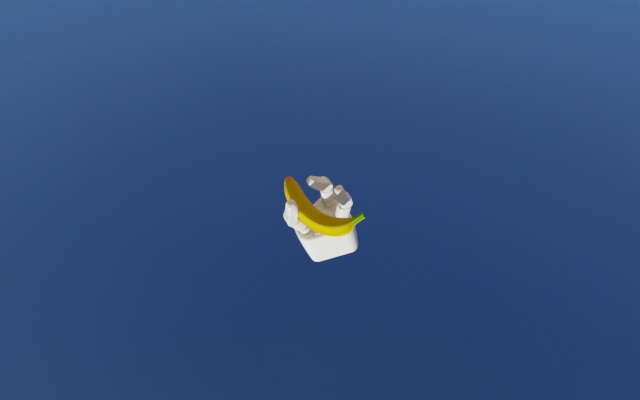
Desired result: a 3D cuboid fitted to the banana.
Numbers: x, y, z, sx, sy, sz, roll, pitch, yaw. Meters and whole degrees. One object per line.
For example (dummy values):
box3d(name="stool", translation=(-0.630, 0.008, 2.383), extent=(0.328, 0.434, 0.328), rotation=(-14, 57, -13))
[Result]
box3d(name="banana", translation=(-0.008, 0.020, 0.895), extent=(0.197, 0.069, 0.037), rotation=(28, -12, 33))
